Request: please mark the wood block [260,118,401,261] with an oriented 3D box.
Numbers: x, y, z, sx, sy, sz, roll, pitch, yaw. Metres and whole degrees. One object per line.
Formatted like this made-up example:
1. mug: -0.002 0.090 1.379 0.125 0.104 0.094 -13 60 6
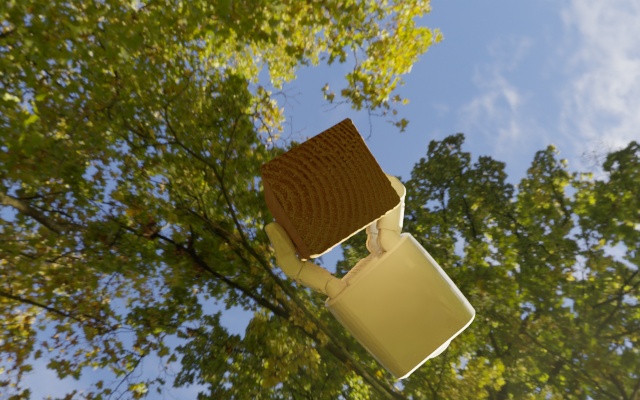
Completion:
1. wood block: 0.000 0.002 0.496 0.091 0.090 0.206 -31 -4 -9
